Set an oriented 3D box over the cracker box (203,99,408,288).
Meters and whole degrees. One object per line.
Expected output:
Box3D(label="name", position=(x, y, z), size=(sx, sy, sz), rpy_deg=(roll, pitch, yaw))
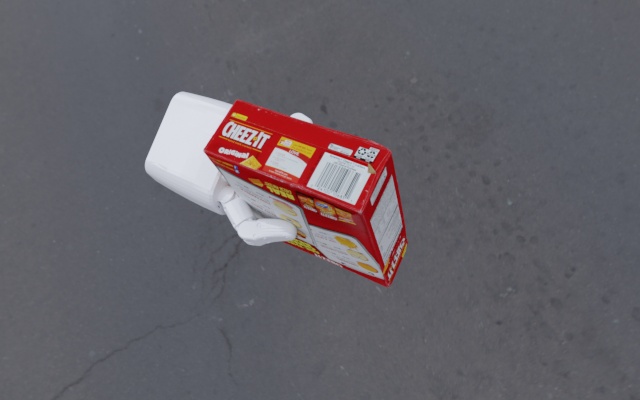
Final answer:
Box3D(label="cracker box", position=(0.000, 0.002, 0.498), size=(0.164, 0.072, 0.214), rpy_deg=(21, -19, 23))
